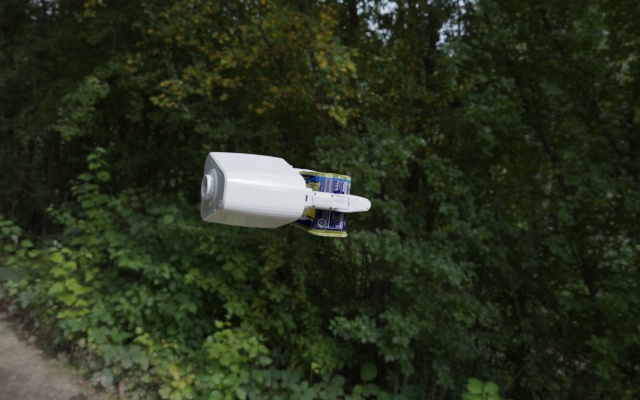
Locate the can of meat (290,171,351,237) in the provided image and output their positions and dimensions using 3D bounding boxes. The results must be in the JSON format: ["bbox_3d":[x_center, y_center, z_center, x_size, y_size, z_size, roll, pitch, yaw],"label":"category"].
[{"bbox_3d":[0.000,0.002,0.683,0.057,0.084,0.102,5,3,-25],"label":"can of meat"}]
